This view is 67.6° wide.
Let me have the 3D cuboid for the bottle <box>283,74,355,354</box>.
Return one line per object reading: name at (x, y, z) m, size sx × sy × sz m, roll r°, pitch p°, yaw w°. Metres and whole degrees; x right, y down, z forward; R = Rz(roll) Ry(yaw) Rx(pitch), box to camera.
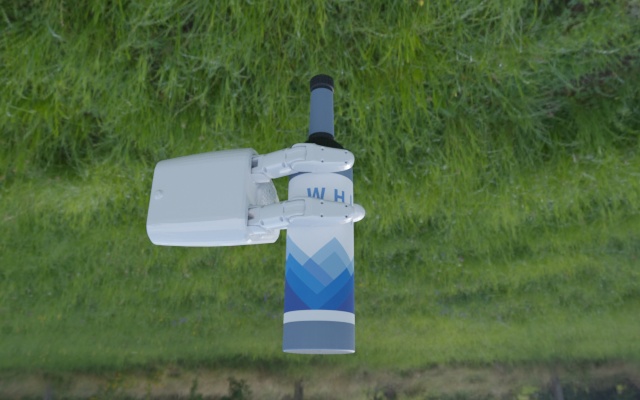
bottle at (0.000, 0.002, 0.490) m, size 0.069 × 0.295 × 0.069 m, roll 1°, pitch -21°, yaw 0°
